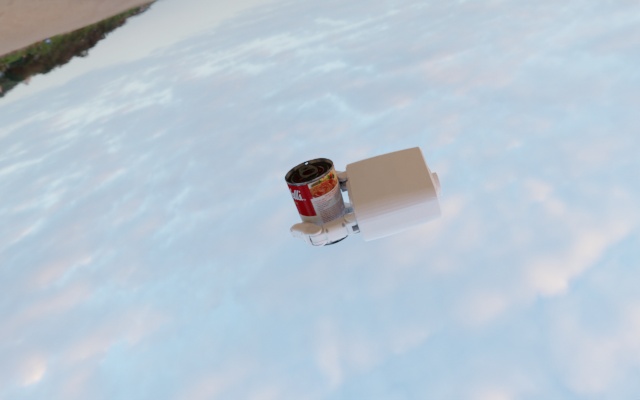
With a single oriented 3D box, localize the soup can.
[{"bbox_3d":[0.000,0.003,0.652,0.068,0.102,0.068,-16,28,9],"label":"soup can"}]
